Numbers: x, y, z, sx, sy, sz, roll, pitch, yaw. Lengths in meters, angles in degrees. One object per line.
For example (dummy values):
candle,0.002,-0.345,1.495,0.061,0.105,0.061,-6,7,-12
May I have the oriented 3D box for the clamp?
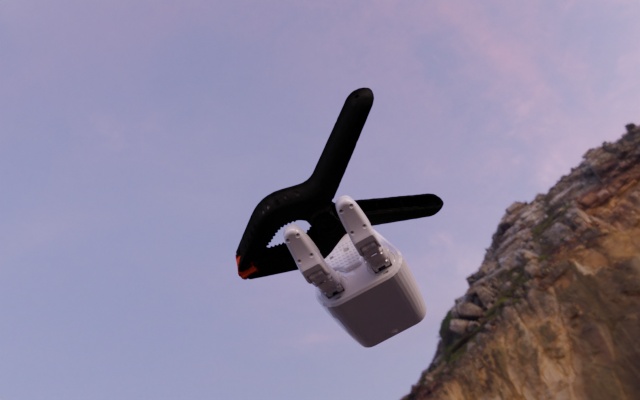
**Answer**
clamp,0.000,0.001,0.451,0.210,0.165,0.036,-29,37,5
